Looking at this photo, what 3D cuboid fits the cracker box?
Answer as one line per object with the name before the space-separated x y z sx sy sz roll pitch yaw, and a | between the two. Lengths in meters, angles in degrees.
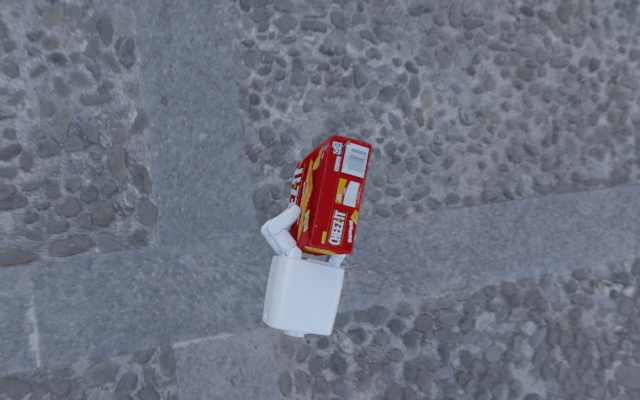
cracker box | 0.000 0.003 0.760 0.072 0.164 0.214 14 -10 -14
